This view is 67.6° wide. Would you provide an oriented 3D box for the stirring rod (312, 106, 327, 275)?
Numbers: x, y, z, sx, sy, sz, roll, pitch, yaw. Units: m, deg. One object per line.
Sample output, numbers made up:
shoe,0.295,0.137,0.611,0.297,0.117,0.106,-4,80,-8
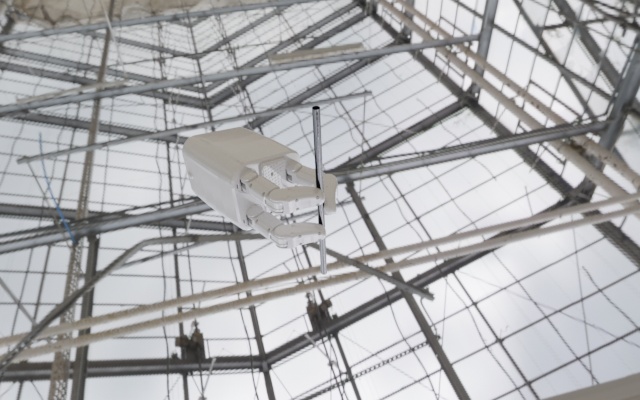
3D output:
stirring rod,0.000,0.002,0.541,0.011,0.240,0.011,-2,40,1
